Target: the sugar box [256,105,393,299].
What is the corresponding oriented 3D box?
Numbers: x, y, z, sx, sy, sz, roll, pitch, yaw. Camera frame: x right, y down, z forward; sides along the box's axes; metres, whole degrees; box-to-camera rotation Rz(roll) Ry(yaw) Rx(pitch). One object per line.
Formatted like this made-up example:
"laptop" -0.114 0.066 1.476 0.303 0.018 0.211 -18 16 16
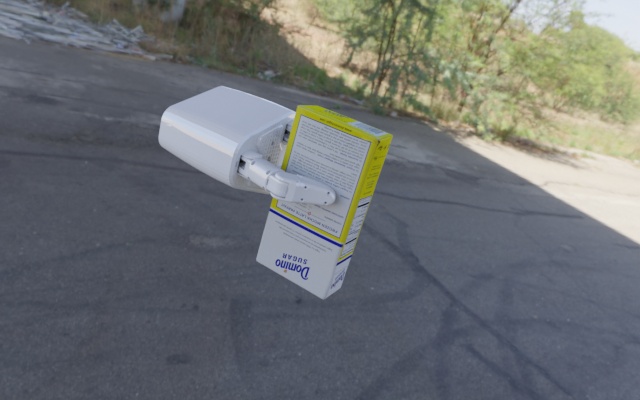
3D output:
"sugar box" 0.000 0.001 0.489 0.093 0.176 0.048 26 24 23
